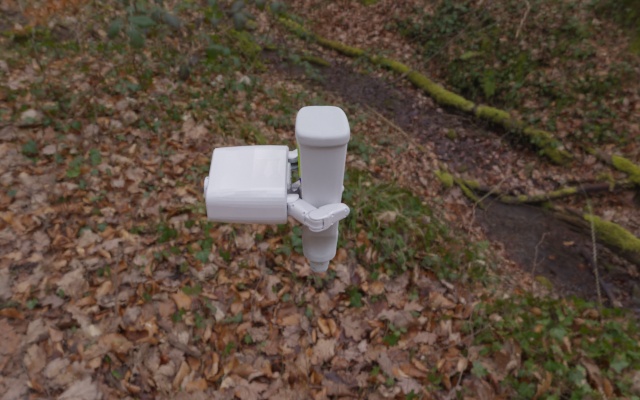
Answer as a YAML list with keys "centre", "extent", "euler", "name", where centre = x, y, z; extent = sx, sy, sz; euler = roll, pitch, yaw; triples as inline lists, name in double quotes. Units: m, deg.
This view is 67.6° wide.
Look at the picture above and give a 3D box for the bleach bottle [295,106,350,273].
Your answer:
- centre: [0.000, 0.002, 0.670]
  extent: [0.068, 0.251, 0.102]
  euler: [0, 33, -2]
  name: "bleach bottle"
